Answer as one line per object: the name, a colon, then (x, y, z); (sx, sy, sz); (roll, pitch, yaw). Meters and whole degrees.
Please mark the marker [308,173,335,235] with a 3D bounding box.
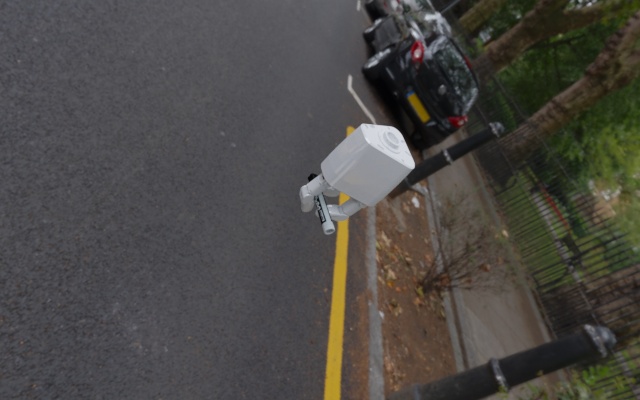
marker: (0.000, 0.003, 0.816); (0.020, 0.121, 0.020); (-12, -33, -8)
